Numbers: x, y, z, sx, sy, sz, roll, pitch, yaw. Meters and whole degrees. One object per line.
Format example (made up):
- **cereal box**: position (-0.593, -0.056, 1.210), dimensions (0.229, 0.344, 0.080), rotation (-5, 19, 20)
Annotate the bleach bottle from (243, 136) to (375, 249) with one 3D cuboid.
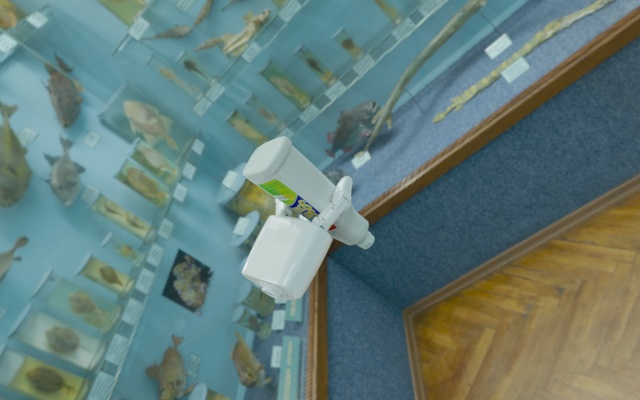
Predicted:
- **bleach bottle**: position (0.000, 0.002, 0.772), dimensions (0.251, 0.068, 0.102), rotation (38, -25, -26)
